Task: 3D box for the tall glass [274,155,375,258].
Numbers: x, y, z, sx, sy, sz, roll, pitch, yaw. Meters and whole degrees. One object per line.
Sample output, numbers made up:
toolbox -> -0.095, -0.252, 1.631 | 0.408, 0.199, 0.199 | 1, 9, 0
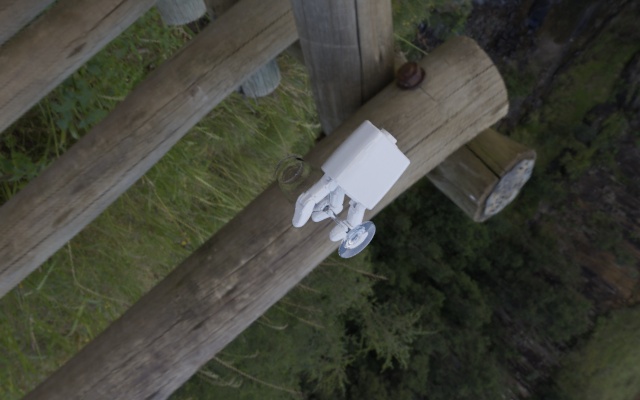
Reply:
tall glass -> 0.000, 0.003, 0.805 | 0.079, 0.079, 0.201 | 0, 37, -48
